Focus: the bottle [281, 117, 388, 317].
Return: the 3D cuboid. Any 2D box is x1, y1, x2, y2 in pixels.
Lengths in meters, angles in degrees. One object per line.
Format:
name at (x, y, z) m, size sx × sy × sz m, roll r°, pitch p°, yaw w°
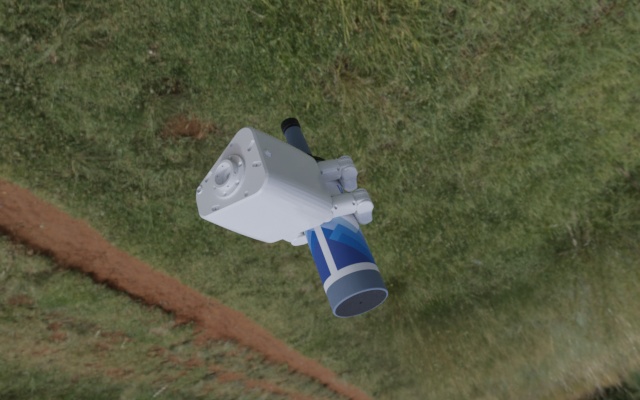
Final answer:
bottle at (0.000, 0.002, 0.618) m, size 0.069 × 0.295 × 0.069 m, roll -15°, pitch -34°, yaw -10°
